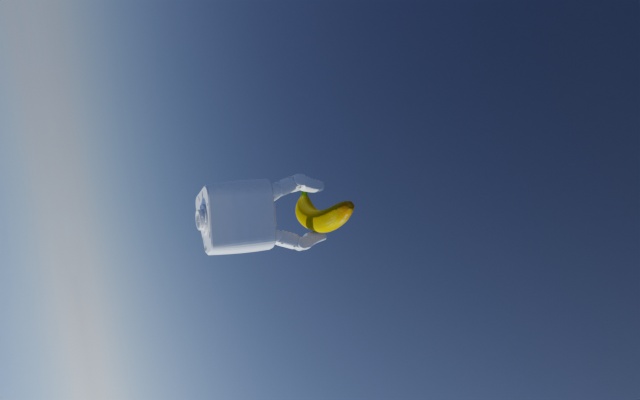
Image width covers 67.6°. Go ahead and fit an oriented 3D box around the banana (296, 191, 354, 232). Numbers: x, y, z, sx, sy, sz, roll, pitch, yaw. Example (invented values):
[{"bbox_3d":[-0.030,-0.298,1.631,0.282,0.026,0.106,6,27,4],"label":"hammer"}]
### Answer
[{"bbox_3d":[-0.002,0.020,0.808,0.037,0.069,0.197,-1,10,-26],"label":"banana"}]
